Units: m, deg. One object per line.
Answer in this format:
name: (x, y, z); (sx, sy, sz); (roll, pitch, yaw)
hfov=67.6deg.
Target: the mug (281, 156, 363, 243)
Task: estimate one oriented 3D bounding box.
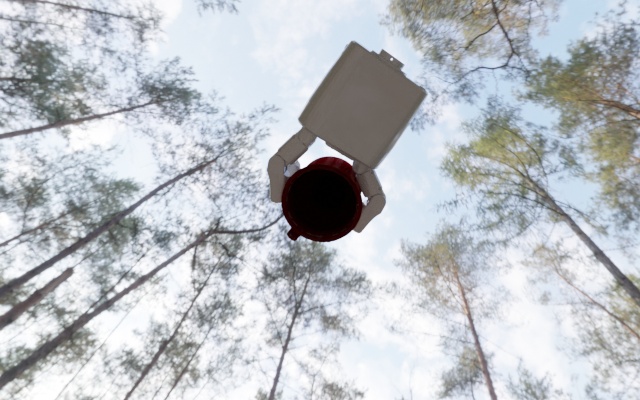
mug: (-0.001, 0.003, 0.580); (0.093, 0.117, 0.081); (37, 19, -3)
